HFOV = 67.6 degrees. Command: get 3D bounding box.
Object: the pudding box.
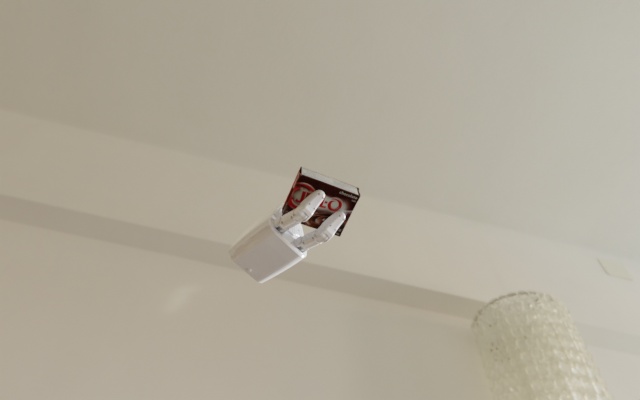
[{"bbox_3d":[0.000,0.003,0.827,0.113,0.090,0.039,18,28,-13],"label":"pudding box"}]
